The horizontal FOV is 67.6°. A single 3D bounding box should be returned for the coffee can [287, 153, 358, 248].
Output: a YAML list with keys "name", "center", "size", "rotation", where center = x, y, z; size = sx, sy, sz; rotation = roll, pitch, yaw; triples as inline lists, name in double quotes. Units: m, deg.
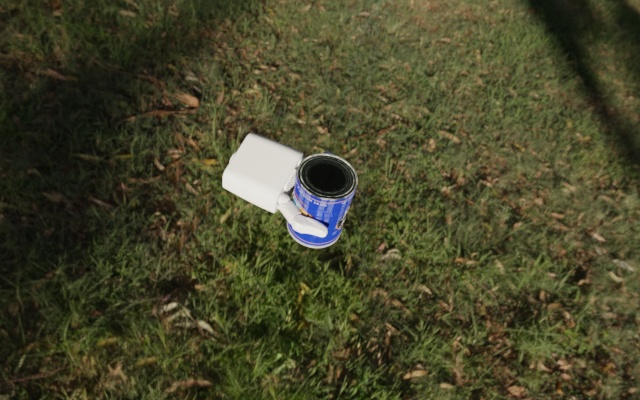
- name: "coffee can"
  center: [0.000, 0.003, 0.835]
  size: [0.103, 0.102, 0.140]
  rotation: [0, -39, -13]
